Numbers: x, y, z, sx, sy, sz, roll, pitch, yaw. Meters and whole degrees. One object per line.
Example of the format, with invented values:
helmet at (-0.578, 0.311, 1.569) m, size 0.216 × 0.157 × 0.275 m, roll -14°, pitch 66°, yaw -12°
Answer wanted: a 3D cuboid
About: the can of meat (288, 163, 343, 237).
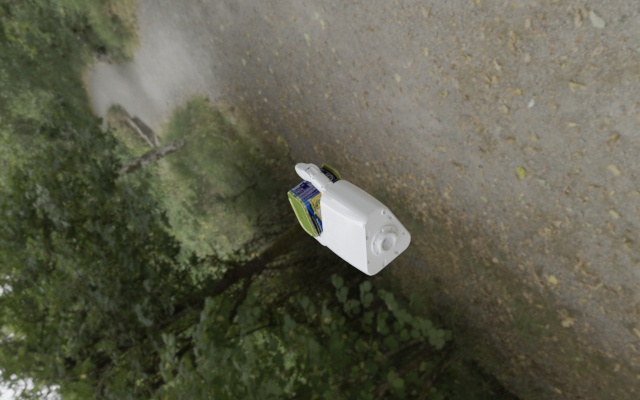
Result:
can of meat at (0.000, 0.003, 0.815) m, size 0.084 × 0.102 × 0.057 m, roll -37°, pitch 42°, yaw -17°
